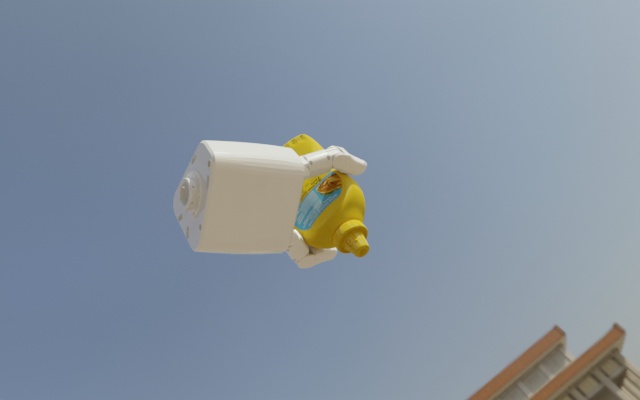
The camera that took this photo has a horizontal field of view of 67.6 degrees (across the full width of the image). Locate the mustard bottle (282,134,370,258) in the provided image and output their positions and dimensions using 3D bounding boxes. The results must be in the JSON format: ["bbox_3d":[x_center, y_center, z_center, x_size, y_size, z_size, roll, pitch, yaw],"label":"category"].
[{"bbox_3d":[0.000,0.002,0.586,0.058,0.096,0.191,34,11,-47],"label":"mustard bottle"}]
